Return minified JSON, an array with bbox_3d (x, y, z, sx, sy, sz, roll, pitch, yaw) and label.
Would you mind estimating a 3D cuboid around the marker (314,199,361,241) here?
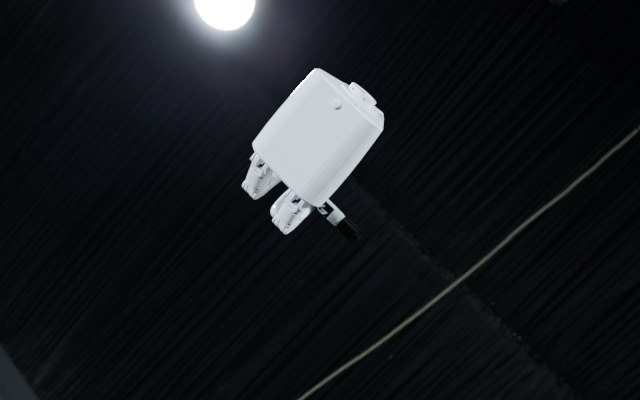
[{"bbox_3d":[0.000,0.002,0.549,0.121,0.020,0.020,44,8,9],"label":"marker"}]
